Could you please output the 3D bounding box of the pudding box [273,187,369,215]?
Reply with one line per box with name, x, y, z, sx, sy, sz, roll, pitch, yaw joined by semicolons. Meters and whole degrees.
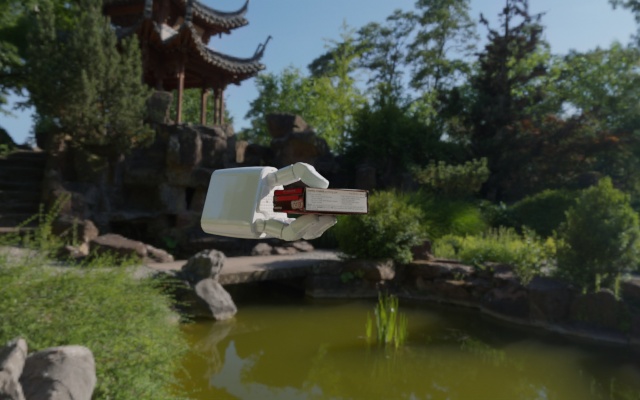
pudding box;0.000;0.002;0.693;0.113;0.039;0.090;1;-1;-33
